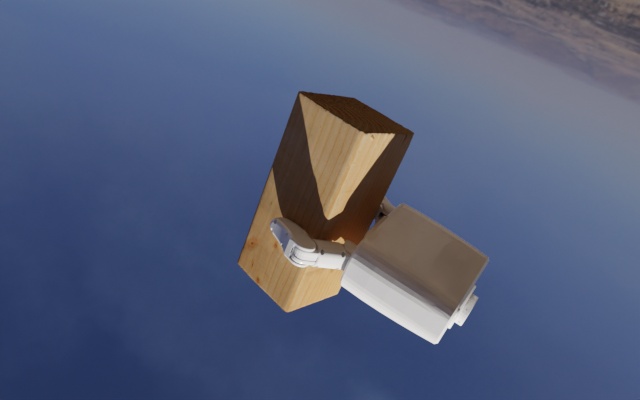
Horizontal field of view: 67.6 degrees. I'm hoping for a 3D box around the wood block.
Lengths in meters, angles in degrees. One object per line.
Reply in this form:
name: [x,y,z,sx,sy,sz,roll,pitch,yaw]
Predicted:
wood block: [0.000,0.002,0.501,0.090,0.206,0.091,38,28,31]
